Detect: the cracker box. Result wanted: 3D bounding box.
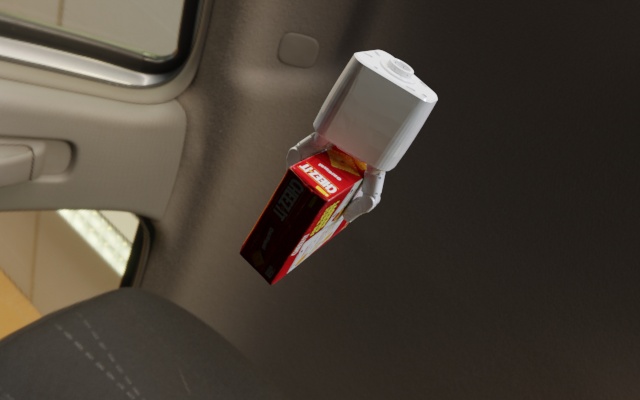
[{"bbox_3d":[0.000,0.002,0.673,0.072,0.164,0.213,41,34,12],"label":"cracker box"}]
